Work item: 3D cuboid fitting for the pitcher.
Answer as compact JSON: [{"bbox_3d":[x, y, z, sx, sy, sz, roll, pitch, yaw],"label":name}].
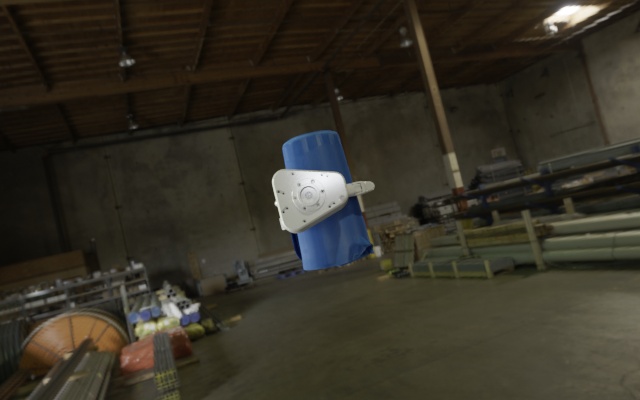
[{"bbox_3d":[0.000,0.003,0.886,0.149,0.243,0.145,-13,-2,2],"label":"pitcher"}]
